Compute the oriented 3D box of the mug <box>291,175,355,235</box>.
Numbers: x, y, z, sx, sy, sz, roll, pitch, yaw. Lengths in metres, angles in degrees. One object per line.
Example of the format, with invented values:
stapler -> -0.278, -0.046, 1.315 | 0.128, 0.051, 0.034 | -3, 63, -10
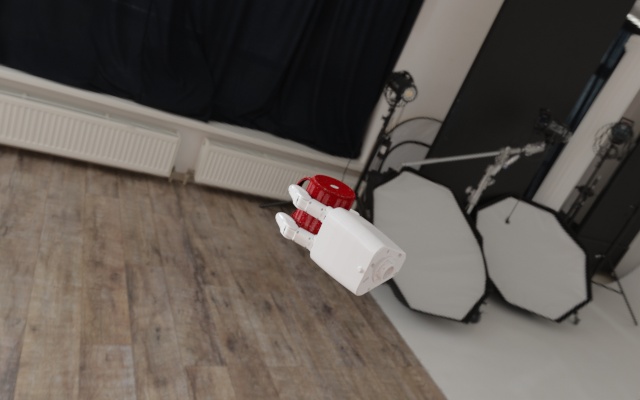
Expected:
mug -> -0.001, 0.002, 0.820 | 0.117, 0.081, 0.093 | 38, 24, 32
